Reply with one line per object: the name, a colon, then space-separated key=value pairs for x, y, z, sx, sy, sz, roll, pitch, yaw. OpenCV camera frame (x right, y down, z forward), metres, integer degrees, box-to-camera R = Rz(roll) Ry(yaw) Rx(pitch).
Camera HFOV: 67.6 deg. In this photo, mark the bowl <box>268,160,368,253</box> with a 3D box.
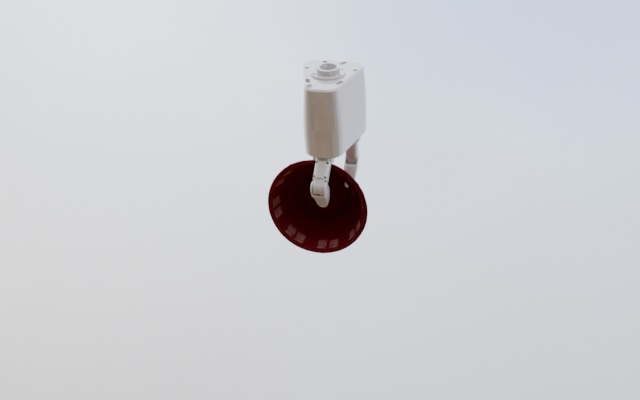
bowl: x=0.000 y=0.003 z=0.770 sx=0.162 sy=0.162 sz=0.055 roll=0 pitch=24 yaw=16
